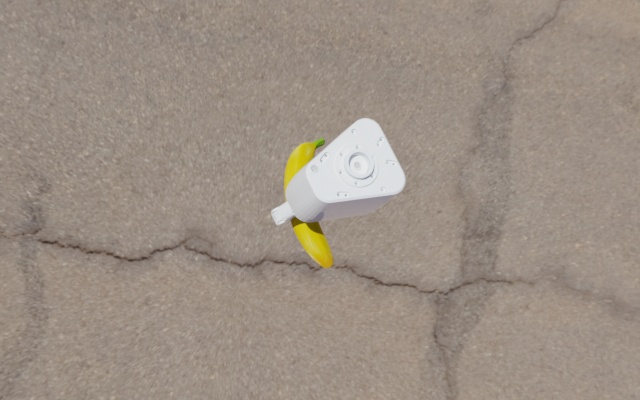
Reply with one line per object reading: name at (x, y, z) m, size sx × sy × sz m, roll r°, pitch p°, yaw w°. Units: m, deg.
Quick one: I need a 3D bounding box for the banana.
banana at (-0.018, -0.002, 0.684) m, size 0.069 × 0.197 × 0.037 m, roll 2°, pitch -13°, yaw -19°
